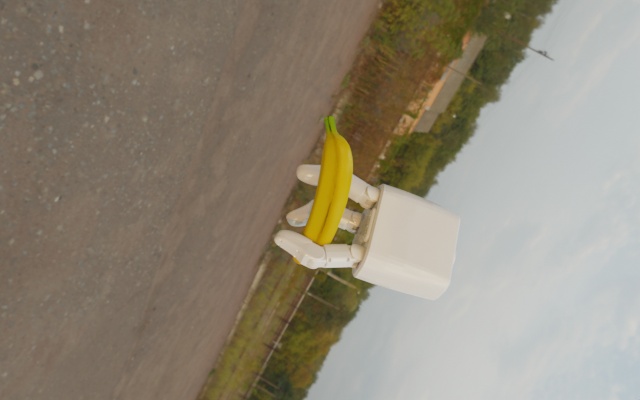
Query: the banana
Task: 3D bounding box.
[{"bbox_3d":[0.004,0.008,0.549,0.037,0.198,0.069,8,28,-14],"label":"banana"}]
